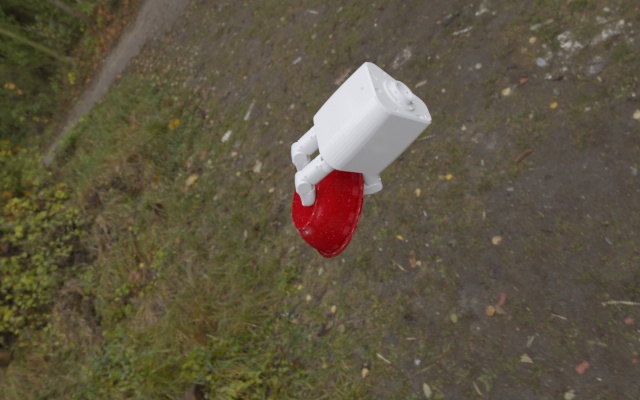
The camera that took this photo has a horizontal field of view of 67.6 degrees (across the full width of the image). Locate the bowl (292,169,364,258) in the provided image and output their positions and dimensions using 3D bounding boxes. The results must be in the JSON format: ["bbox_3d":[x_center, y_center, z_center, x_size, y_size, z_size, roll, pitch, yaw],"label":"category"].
[{"bbox_3d":[-0.001,0.003,0.712,0.055,0.162,0.162,11,-5,-24],"label":"bowl"}]
